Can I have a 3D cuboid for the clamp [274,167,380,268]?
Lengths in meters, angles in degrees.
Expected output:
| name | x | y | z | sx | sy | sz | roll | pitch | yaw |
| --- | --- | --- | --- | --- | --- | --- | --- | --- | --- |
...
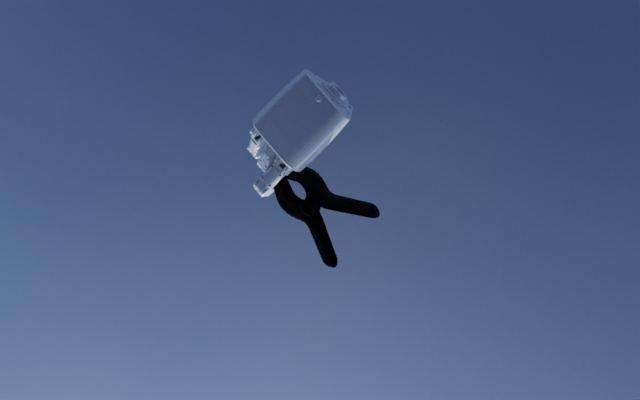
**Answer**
| name | x | y | z | sx | sy | sz | roll | pitch | yaw |
| --- | --- | --- | --- | --- | --- | --- | --- | --- | --- |
| clamp | 0.000 | 0.002 | 0.688 | 0.120 | 0.171 | 0.039 | -43 | -2 | 22 |
